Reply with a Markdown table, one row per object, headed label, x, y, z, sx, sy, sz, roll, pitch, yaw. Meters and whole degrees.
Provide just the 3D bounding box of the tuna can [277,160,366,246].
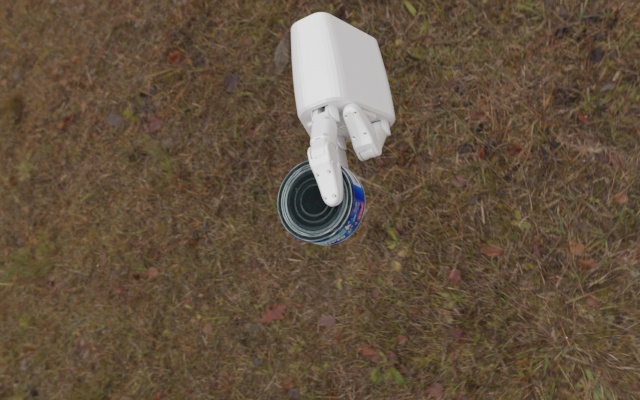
| label | x | y | z | sx | sy | sz | roll | pitch | yaw |
| --- | --- | --- | --- | --- | --- | --- | --- | --- | --- |
| tuna can | 0.000 | 0.002 | 0.481 | 0.086 | 0.086 | 0.034 | 0 | -9 | 26 |
